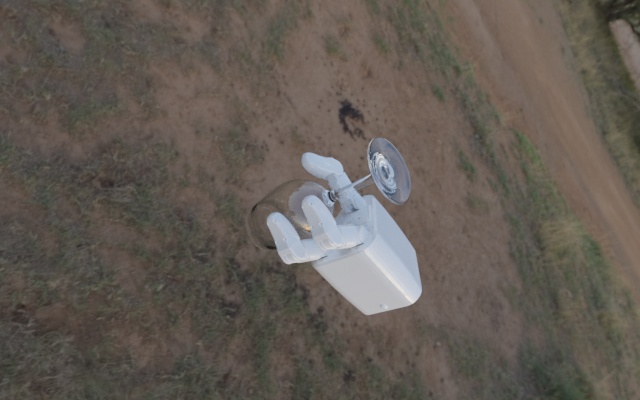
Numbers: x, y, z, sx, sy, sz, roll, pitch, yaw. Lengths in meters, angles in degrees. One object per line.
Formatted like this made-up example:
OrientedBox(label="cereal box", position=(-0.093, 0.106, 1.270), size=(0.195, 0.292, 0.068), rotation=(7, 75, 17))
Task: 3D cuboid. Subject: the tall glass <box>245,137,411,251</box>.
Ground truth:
OrientedBox(label="tall glass", position=(0.001, 0.001, 0.552), size=(0.201, 0.079, 0.079), rotation=(-24, -15, 37))
